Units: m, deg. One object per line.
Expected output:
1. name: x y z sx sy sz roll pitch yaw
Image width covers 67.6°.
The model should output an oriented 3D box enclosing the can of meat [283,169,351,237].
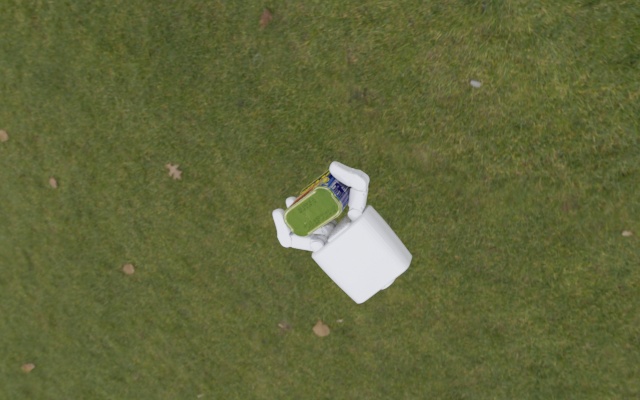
1. can of meat: 0.000 0.002 0.722 0.102 0.057 0.084 -36 8 30
